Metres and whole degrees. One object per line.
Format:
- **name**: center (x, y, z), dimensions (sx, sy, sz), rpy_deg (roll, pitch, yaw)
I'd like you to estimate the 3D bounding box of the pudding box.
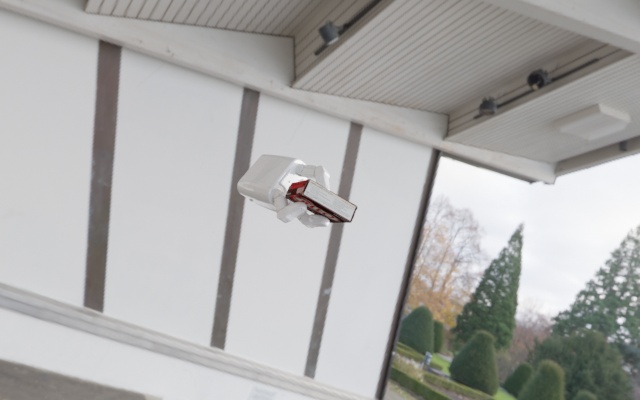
- **pudding box**: center (0.000, 0.003, 0.898), dimensions (0.113, 0.039, 0.090), rpy_deg (28, -12, -21)
